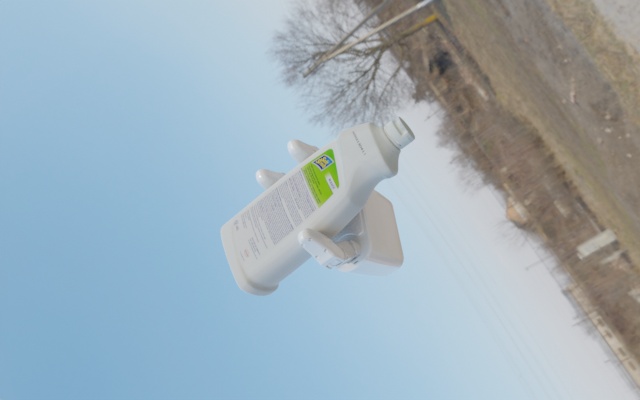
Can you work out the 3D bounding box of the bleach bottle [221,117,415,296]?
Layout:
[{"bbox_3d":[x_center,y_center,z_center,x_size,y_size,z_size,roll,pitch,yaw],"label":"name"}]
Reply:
[{"bbox_3d":[0.000,0.002,0.536,0.251,0.102,0.068,-37,-29,21],"label":"bleach bottle"}]
